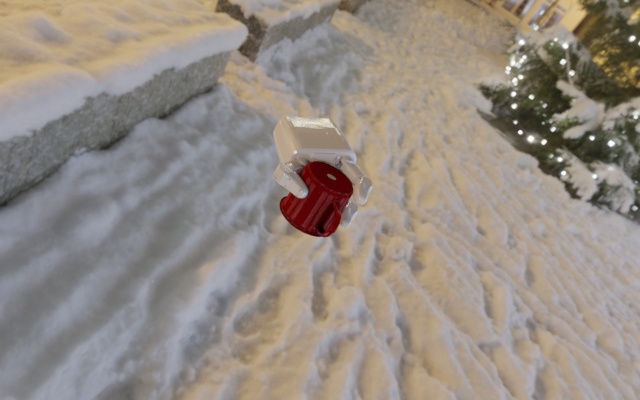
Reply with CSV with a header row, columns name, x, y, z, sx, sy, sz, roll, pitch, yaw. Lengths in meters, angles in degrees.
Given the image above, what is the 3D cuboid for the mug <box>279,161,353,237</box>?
name,x,y,z,sx,sy,sz,roll,pitch,yaw
mug,0.001,0.003,0.714,0.093,0.081,0.117,14,34,-31
